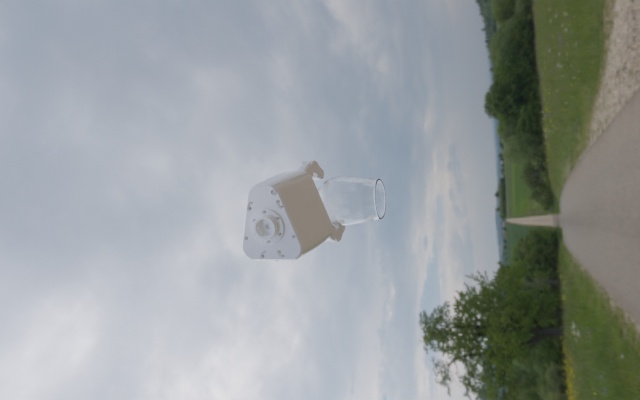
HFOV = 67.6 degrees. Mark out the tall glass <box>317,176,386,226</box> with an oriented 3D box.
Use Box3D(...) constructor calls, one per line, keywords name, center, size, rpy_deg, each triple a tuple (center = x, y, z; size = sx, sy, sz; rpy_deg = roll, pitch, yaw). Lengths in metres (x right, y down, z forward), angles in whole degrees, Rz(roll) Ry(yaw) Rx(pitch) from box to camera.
Box3D(name="tall glass", center=(0.000, 0.002, 0.766), size=(0.201, 0.079, 0.079), rpy_deg=(-3, -1, 22))
